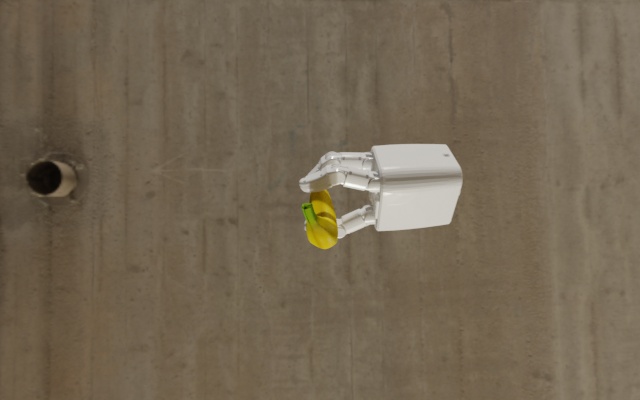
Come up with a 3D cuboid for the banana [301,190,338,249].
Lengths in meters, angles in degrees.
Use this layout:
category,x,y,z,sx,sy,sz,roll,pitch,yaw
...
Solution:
category,x,y,z,sx,sy,sz,roll,pitch,yaw
banana,0.002,0.021,0.615,0.037,0.069,0.197,-6,8,2
